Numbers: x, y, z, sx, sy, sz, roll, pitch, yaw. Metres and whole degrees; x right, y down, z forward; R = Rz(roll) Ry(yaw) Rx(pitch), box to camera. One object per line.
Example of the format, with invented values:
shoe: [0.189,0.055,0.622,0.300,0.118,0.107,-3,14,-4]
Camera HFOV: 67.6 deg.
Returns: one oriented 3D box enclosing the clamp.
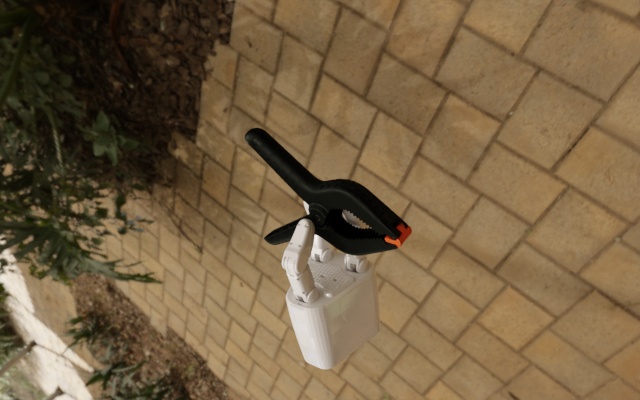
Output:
clamp: [0.000,0.002,0.536,0.210,0.165,0.036,12,39,35]
